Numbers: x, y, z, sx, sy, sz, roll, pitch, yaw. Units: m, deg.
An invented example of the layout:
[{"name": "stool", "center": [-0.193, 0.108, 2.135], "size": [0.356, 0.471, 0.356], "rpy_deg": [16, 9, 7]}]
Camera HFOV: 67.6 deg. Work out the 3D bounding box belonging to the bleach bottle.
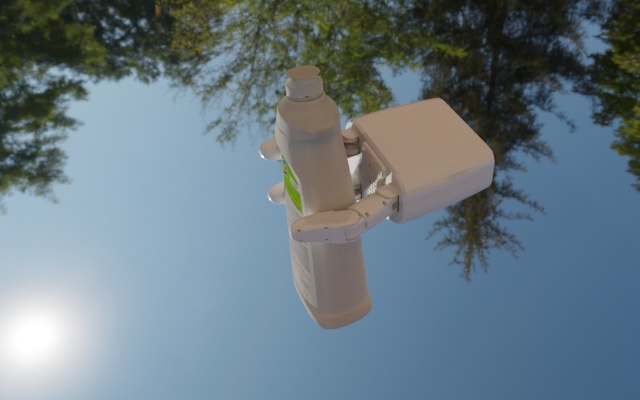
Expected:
[{"name": "bleach bottle", "center": [0.000, 0.001, 0.453], "size": [0.068, 0.251, 0.102], "rpy_deg": [-19, 38, -17]}]
